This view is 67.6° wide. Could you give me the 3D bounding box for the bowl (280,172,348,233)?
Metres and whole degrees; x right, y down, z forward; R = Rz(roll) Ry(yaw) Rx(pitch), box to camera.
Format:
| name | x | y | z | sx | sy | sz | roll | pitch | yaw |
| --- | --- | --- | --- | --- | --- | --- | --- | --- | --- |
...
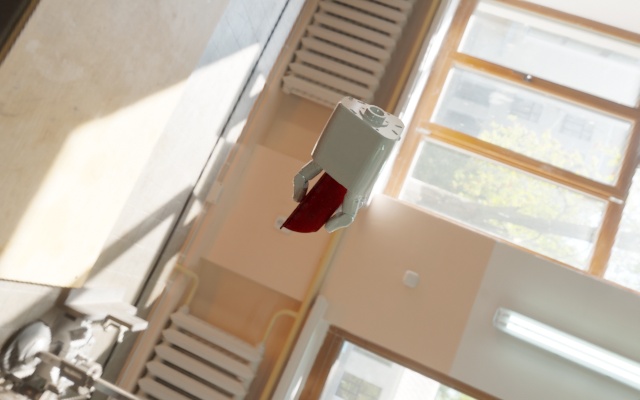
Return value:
| name | x | y | z | sx | sy | sz | roll | pitch | yaw |
| --- | --- | --- | --- | --- | --- | --- | --- | --- | --- |
| bowl | 0.000 | 0.004 | 0.828 | 0.055 | 0.162 | 0.162 | 39 | -2 | -2 |
